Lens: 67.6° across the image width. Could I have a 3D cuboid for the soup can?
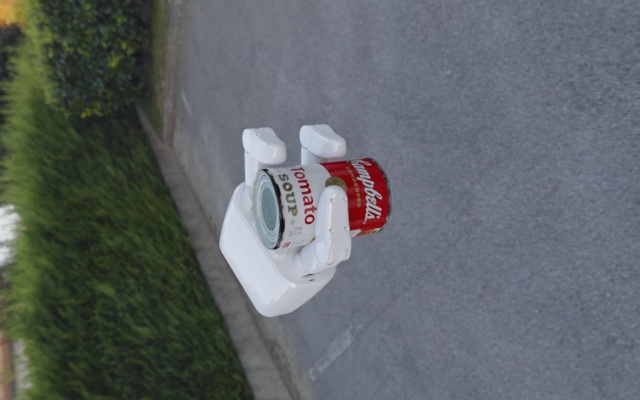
[{"bbox_3d":[0.000,0.001,0.404,0.102,0.068,0.068,-8,3,-26],"label":"soup can"}]
